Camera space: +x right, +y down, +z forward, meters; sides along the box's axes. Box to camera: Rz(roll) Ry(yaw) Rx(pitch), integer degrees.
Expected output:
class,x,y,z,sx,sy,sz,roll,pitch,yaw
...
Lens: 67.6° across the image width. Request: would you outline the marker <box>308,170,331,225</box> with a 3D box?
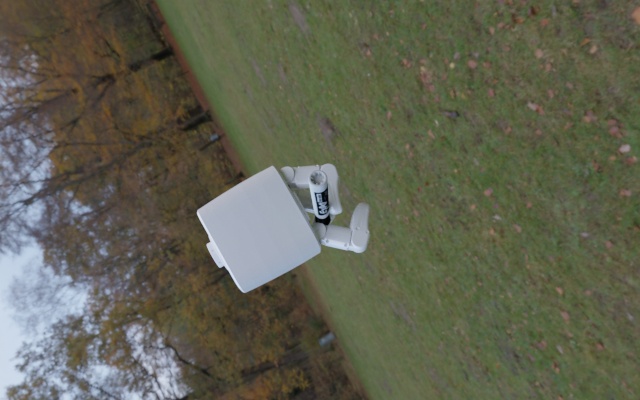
class,x,y,z,sx,sy,sz,roll,pitch,yaw
marker,0.000,0.002,0.522,0.020,0.020,0.121,0,-23,3
